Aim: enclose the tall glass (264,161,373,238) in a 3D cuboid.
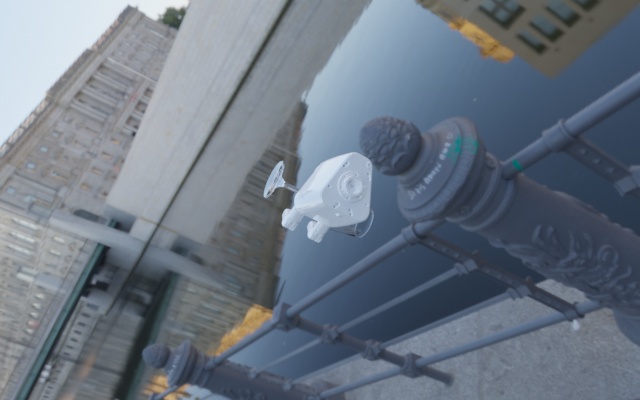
[{"bbox_3d":[0.000,0.003,0.890,0.201,0.079,0.079,26,-9,-19],"label":"tall glass"}]
